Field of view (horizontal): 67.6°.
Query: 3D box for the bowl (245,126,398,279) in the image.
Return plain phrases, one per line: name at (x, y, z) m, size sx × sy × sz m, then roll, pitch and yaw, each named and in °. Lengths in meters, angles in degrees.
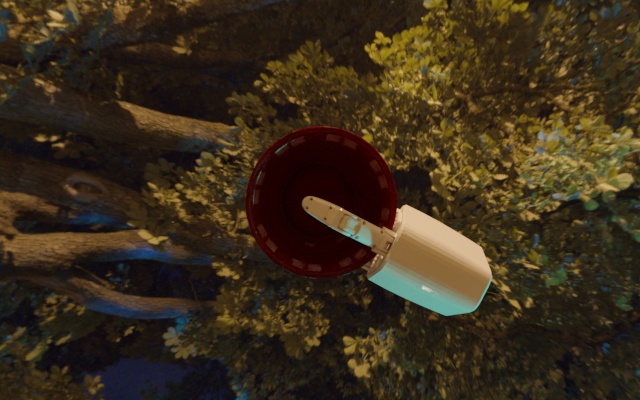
bowl at (-0.001, 0.001, 0.530) m, size 0.162 × 0.162 × 0.055 m, roll 0°, pitch 3°, yaw -4°
